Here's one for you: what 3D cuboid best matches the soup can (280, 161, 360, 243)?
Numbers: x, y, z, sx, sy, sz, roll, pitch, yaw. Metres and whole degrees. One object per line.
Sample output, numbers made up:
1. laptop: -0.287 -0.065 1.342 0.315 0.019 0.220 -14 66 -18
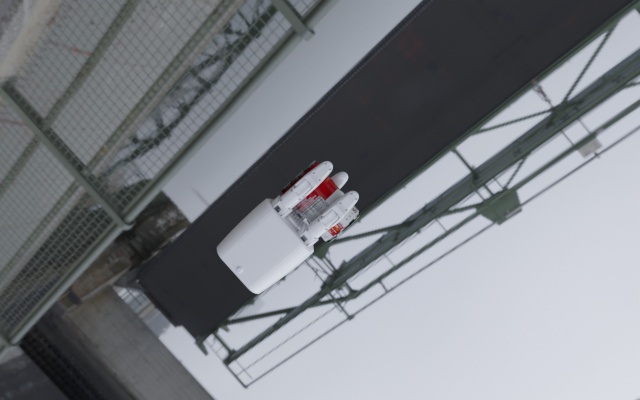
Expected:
1. soup can: 0.001 0.002 0.691 0.068 0.102 0.068 -41 3 3
